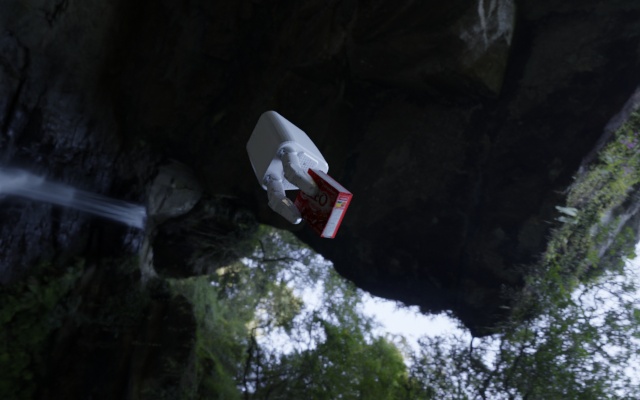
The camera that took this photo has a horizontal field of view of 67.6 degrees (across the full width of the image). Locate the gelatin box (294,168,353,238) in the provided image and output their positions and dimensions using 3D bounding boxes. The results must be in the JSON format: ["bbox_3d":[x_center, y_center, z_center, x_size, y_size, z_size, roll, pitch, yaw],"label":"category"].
[{"bbox_3d":[0.001,0.003,0.709,0.030,0.073,0.089,9,21,-39],"label":"gelatin box"}]
